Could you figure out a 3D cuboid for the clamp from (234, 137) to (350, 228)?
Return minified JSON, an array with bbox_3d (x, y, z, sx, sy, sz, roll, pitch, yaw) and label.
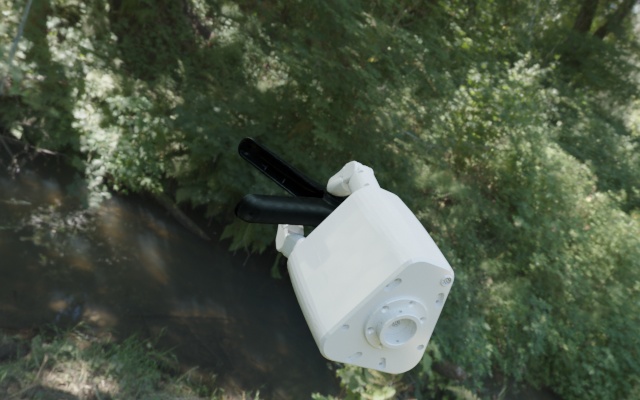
[{"bbox_3d":[0.001,0.001,0.511,0.210,0.036,0.164,21,23,-25],"label":"clamp"}]
